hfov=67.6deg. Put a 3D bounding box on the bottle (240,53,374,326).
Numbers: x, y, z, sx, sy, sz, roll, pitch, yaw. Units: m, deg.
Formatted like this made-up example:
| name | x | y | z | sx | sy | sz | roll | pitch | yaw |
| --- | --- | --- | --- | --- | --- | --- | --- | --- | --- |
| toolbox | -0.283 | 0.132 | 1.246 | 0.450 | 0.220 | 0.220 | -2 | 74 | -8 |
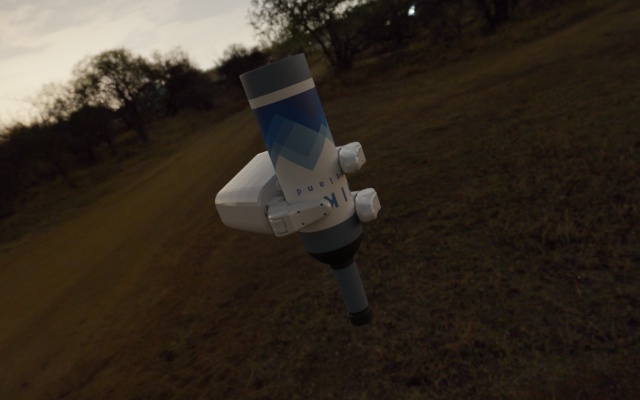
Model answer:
| name | x | y | z | sx | sy | sz | roll | pitch | yaw |
| --- | --- | --- | --- | --- | --- | --- | --- | --- | --- |
| bottle | 0.000 | 0.001 | 0.502 | 0.069 | 0.296 | 0.069 | -18 | 16 | 5 |
